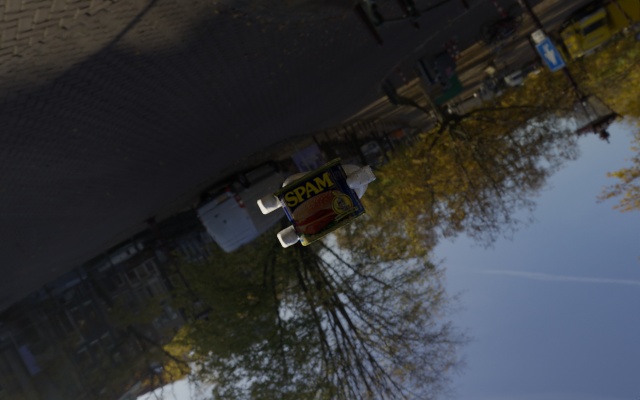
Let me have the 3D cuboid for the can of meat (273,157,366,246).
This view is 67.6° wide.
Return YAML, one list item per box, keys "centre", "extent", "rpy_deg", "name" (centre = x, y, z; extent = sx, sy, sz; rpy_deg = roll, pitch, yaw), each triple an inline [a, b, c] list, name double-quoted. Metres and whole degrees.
- centre: [0.000, 0.002, 0.651]
  extent: [0.102, 0.084, 0.057]
  rpy_deg: [-28, 1, 13]
  name: "can of meat"
